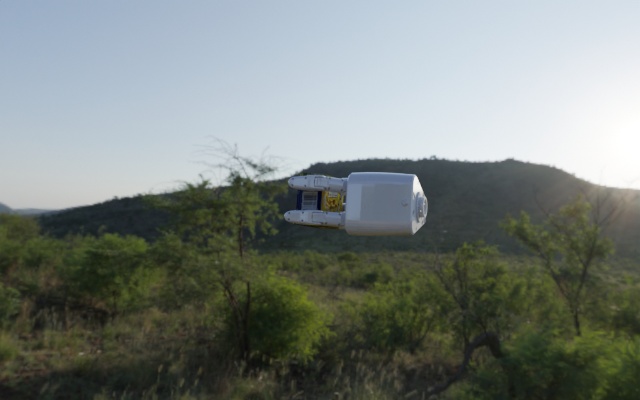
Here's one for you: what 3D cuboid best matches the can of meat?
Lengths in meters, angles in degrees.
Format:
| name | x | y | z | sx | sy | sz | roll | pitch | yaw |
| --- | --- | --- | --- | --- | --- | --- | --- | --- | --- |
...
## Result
| name | x | y | z | sx | sy | sz | roll | pitch | yaw |
| --- | --- | --- | --- | --- | --- | --- | --- | --- | --- |
| can of meat | 0.000 | 0.002 | 0.806 | 0.057 | 0.084 | 0.102 | 1 | -7 | 28 |
